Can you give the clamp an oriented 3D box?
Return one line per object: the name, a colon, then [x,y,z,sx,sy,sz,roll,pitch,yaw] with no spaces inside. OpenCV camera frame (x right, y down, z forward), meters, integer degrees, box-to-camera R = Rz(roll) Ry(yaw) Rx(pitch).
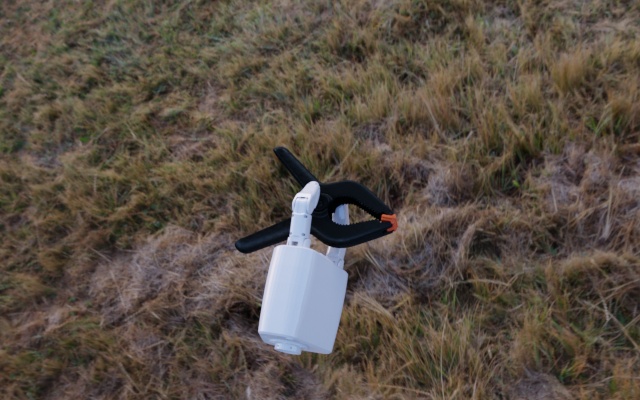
clamp: [0.000,0.002,0.638,0.210,0.164,0.036,4,-24,17]
